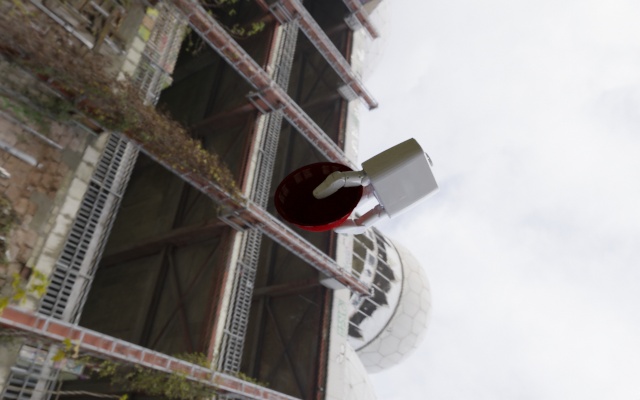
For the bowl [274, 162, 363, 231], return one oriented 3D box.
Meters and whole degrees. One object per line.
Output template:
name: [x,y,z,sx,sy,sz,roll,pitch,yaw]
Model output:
bowl: [-0.001,0.003,0.867,0.162,0.162,0.055,0,-44,14]
